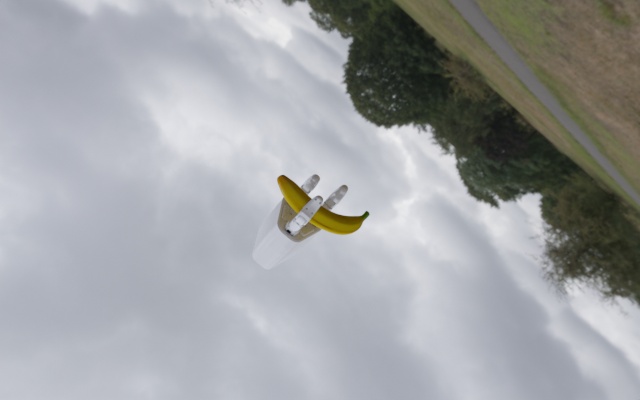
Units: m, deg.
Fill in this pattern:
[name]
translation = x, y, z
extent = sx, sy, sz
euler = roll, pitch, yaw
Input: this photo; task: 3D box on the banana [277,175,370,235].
[banana]
translation = 0.001, 0.019, 0.887
extent = 0.198, 0.069, 0.037
euler = 24, -42, -20
